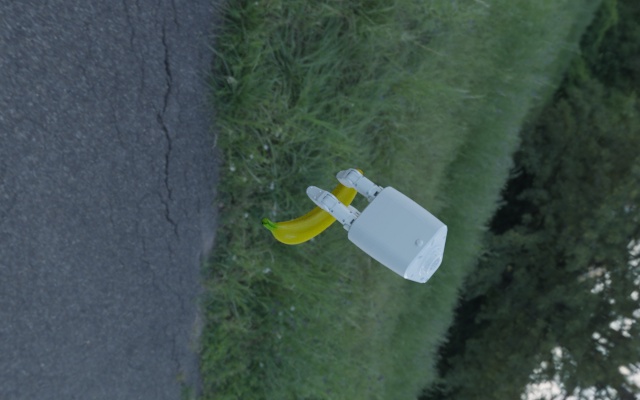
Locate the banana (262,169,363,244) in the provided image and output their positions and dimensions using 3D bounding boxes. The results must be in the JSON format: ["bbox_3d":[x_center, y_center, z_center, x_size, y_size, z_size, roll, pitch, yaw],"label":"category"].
[{"bbox_3d":[-0.002,0.018,0.762,0.197,0.070,0.037,-31,49,-29],"label":"banana"}]
